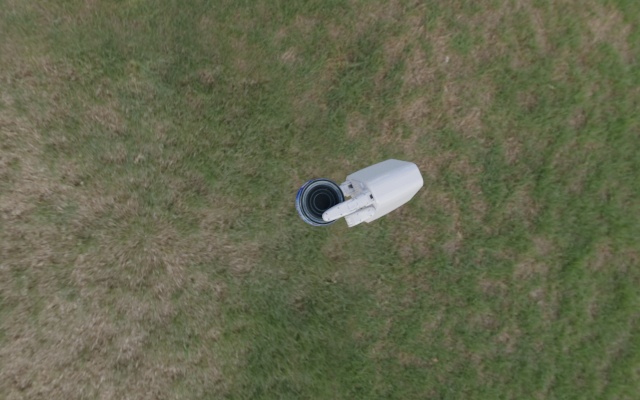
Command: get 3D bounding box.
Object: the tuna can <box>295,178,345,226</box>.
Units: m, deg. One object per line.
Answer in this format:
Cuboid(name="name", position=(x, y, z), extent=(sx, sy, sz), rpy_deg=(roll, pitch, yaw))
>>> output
Cuboid(name="tuna can", position=(0.000, 0.003, 0.853), extent=(0.086, 0.086, 0.034), rpy_deg=(0, -2, -15))
